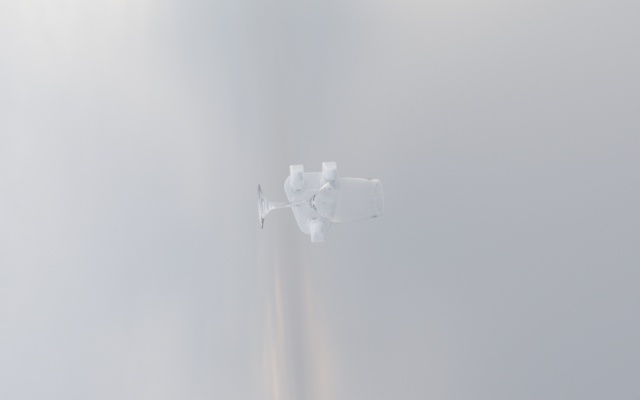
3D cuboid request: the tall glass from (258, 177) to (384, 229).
[{"bbox_3d":[-0.001,0.003,0.788,0.201,0.079,0.079,-4,0,-4],"label":"tall glass"}]
